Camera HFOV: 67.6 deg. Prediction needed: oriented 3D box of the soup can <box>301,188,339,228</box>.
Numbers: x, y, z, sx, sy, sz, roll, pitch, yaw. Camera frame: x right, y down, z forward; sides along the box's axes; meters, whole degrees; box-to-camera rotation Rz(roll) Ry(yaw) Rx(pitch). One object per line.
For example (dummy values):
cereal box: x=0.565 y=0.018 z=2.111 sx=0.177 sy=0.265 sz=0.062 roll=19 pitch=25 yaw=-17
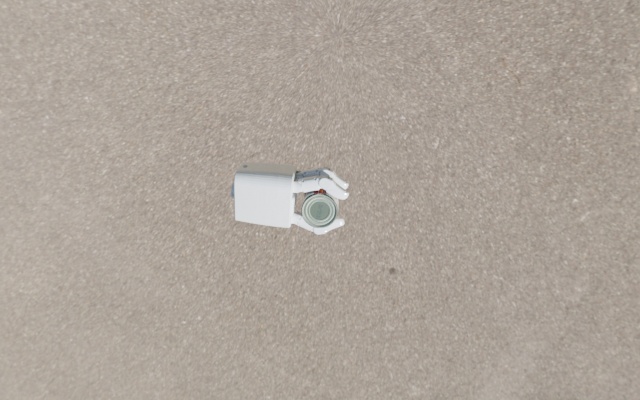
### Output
soup can: x=0.001 y=0.003 z=0.896 sx=0.068 sy=0.068 sz=0.102 roll=0 pitch=19 yaw=2
